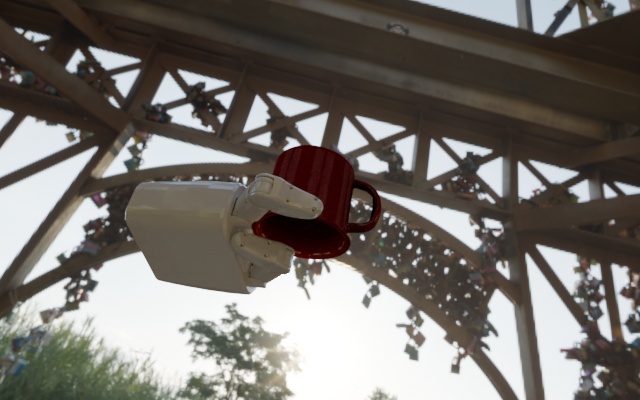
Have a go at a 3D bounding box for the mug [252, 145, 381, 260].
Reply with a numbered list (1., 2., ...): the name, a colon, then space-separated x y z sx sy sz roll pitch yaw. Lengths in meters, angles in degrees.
1. mug: 0.002 0.001 0.460 0.117 0.081 0.093 4 -32 13
